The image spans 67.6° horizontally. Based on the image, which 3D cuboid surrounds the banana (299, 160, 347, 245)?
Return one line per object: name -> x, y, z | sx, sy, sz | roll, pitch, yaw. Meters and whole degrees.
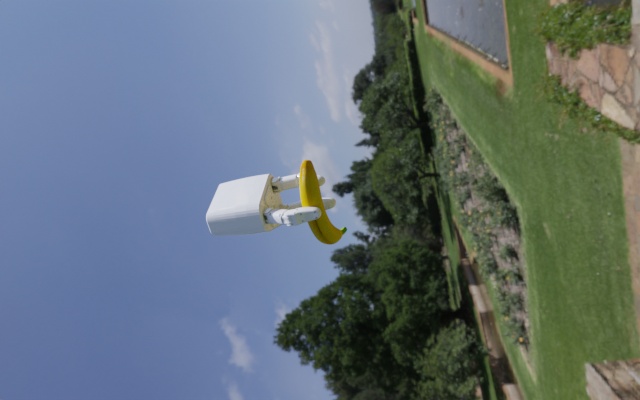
banana -> -0.002, 0.019, 0.824 | 0.037, 0.069, 0.198 | -5, -42, 21
